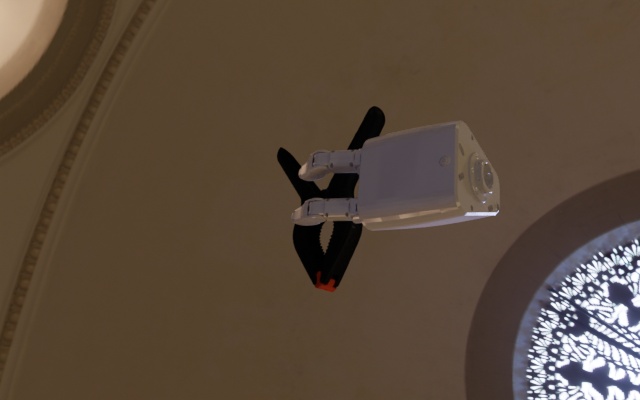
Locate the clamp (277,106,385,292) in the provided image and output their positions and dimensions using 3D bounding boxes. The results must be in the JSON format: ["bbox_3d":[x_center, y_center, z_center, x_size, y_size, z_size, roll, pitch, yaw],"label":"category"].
[{"bbox_3d":[0.001,0.003,0.567,0.164,0.210,0.036,-11,-25,41],"label":"clamp"}]
